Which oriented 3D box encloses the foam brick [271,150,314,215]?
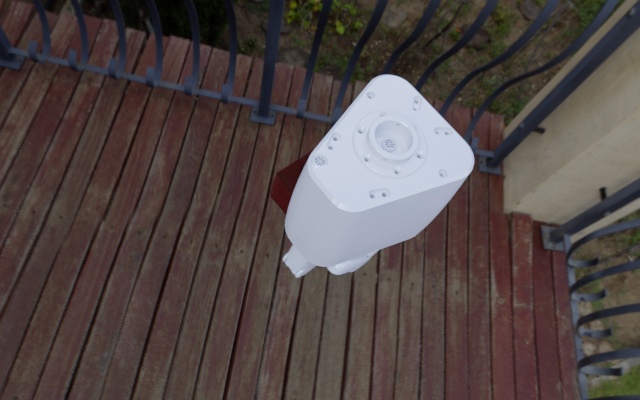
[{"bbox_3d":[0.000,0.001,0.427,0.053,0.078,0.051,-35,-14,-22],"label":"foam brick"}]
